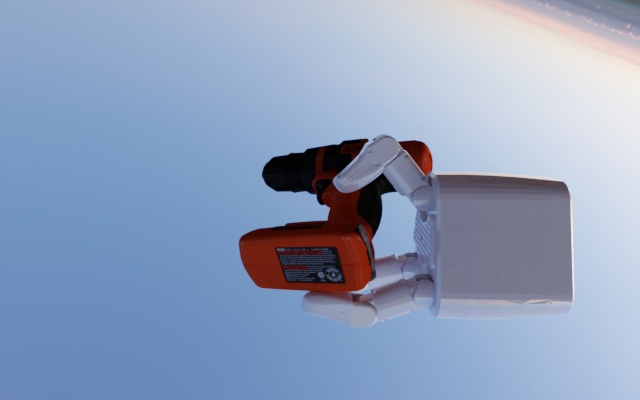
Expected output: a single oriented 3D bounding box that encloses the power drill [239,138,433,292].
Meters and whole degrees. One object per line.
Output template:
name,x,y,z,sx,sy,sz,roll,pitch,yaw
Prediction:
power drill,0.000,0.002,0.440,0.184,0.057,0.187,-4,31,25
